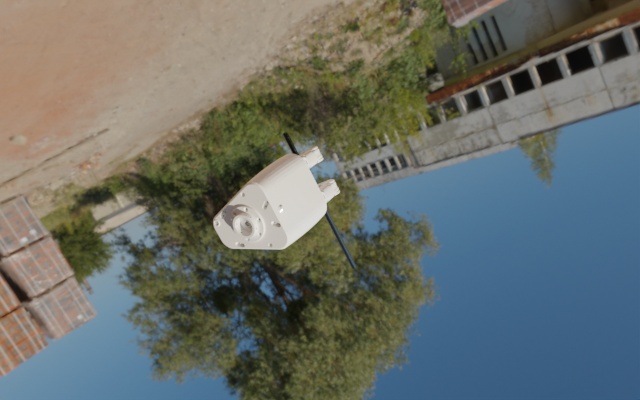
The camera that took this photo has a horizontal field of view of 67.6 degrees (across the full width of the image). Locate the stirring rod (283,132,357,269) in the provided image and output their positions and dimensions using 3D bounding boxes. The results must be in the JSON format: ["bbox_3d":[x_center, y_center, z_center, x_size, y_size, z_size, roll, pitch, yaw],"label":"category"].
[{"bbox_3d":[0.000,0.002,0.747,0.011,0.239,0.011,-26,10,5],"label":"stirring rod"}]
